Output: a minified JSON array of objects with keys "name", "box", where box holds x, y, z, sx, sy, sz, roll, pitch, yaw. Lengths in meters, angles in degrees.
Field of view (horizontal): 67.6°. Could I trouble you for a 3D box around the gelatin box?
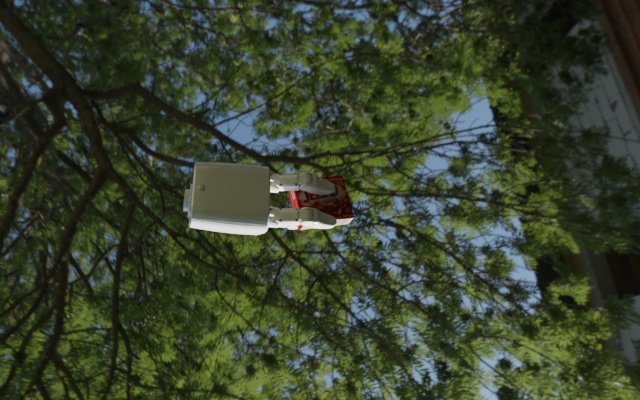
[{"name":"gelatin box","box":[0.000,0.003,0.728,0.089,0.073,0.030,-6,-21,-25]}]
